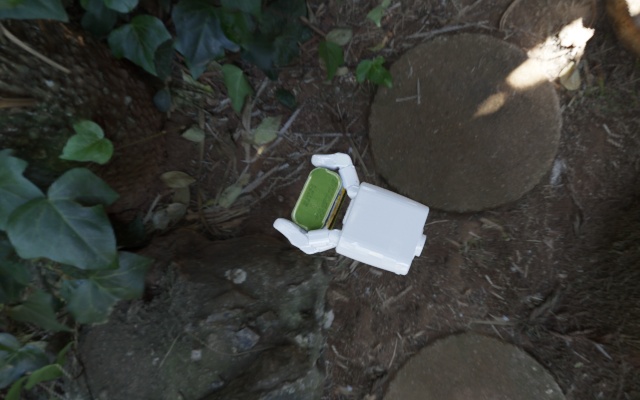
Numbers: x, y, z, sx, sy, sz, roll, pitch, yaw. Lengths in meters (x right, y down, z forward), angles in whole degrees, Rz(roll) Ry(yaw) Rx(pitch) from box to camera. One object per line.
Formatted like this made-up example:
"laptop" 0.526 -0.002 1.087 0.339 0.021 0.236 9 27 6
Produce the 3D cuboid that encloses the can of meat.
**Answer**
"can of meat" 0.000 0.002 0.741 0.057 0.102 0.084 23 -2 9
